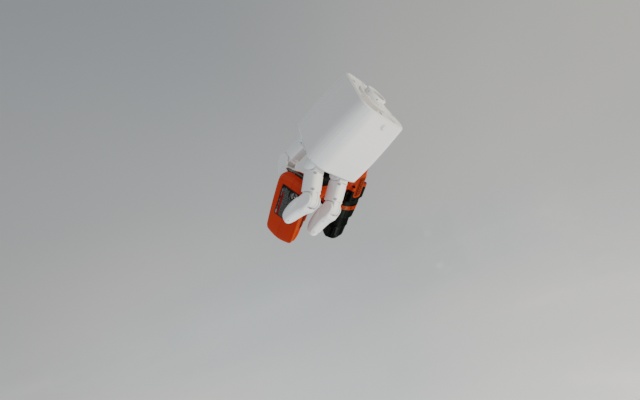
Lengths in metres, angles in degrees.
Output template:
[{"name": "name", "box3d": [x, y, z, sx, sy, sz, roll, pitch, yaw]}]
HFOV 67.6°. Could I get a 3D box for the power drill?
[{"name": "power drill", "box3d": [0.000, 0.002, 0.759, 0.057, 0.184, 0.187, 31, 31, 26]}]
